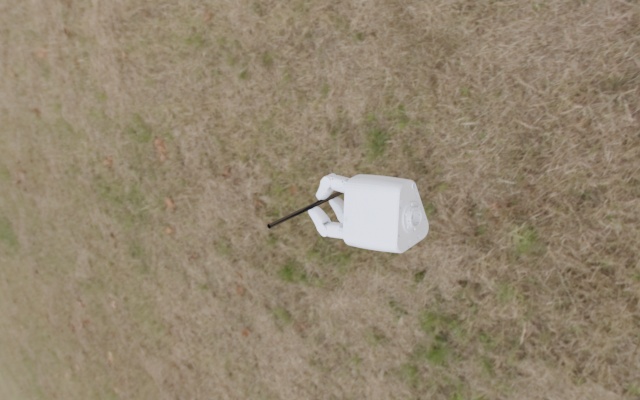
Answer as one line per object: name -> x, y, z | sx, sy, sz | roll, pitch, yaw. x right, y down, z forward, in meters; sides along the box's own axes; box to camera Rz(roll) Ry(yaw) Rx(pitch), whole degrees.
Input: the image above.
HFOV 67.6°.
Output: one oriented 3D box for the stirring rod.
stirring rod -> 0.000, 0.003, 0.841 | 0.011, 0.011, 0.239 | 0, 19, 46
